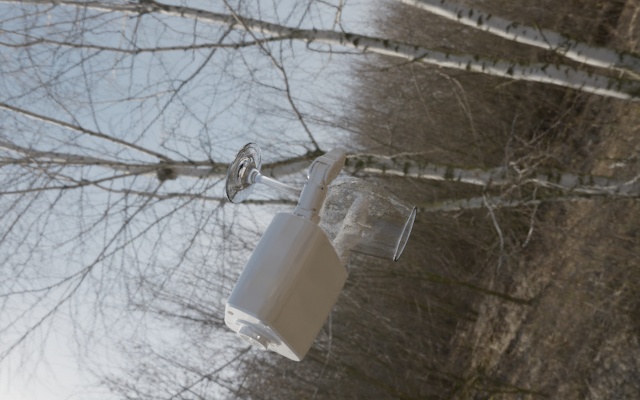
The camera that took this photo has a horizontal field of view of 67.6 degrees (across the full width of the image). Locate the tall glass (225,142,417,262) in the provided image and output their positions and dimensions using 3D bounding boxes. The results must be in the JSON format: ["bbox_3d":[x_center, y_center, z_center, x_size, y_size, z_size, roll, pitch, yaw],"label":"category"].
[{"bbox_3d":[0.000,0.001,0.523,0.201,0.079,0.079,20,6,17],"label":"tall glass"}]
